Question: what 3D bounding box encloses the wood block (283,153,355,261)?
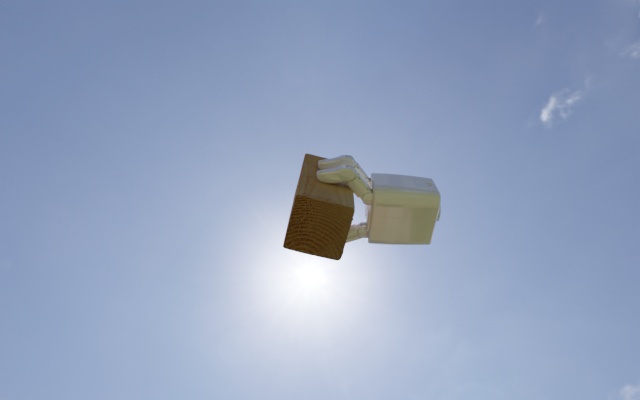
[{"bbox_3d":[0.000,0.003,0.783,0.090,0.091,0.206,13,22,-3],"label":"wood block"}]
